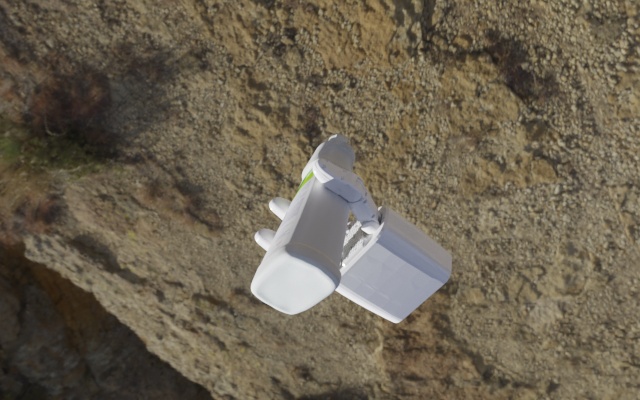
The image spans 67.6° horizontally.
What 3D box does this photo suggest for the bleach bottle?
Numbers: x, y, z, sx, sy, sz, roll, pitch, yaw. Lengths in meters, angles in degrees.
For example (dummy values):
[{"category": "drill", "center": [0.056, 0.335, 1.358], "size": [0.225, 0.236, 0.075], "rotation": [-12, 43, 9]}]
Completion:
[{"category": "bleach bottle", "center": [0.000, 0.002, 0.550], "size": [0.068, 0.250, 0.103], "rotation": [33, -46, -14]}]
